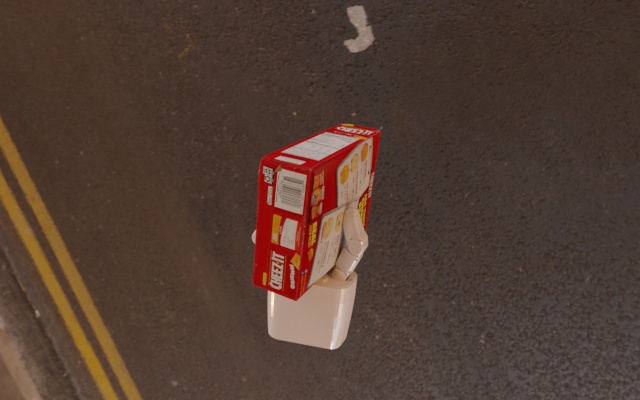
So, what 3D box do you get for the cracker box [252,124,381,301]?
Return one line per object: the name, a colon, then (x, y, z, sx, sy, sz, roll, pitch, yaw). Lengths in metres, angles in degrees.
cracker box: (0.000, 0.002, 0.611, 0.072, 0.164, 0.213, 16, 25, 22)
